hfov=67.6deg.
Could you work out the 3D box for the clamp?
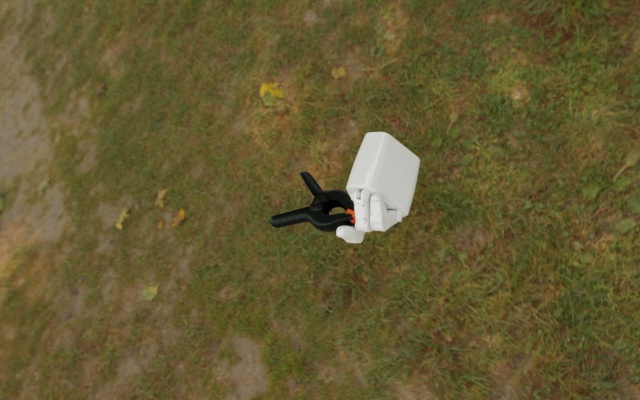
[{"bbox_3d":[0.000,0.003,0.831,0.171,0.120,0.039,7,-25,32],"label":"clamp"}]
